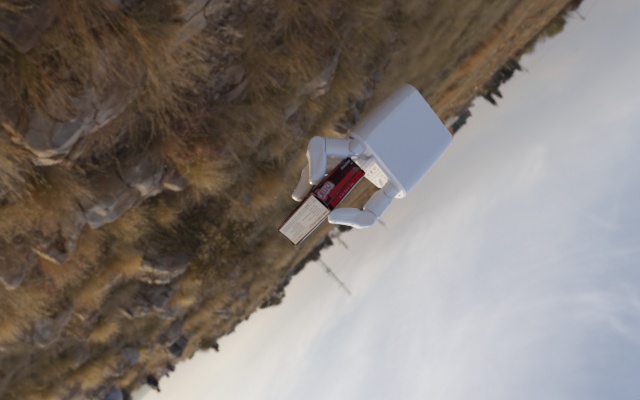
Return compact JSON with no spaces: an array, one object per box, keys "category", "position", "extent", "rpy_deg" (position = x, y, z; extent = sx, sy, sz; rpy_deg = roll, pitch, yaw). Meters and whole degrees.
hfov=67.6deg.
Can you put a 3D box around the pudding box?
[{"category":"pudding box","position":[0.000,0.002,0.630],"extent":[0.090,0.039,0.113],"rpy_deg":[-45,-2,-40]}]
